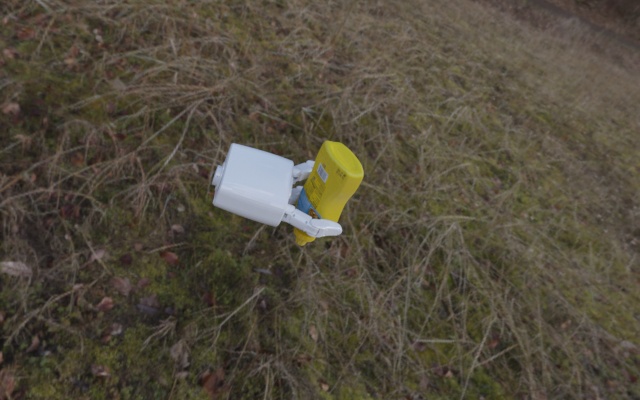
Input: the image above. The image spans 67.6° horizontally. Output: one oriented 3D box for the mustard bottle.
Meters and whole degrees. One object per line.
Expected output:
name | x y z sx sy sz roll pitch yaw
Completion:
mustard bottle | 0.001 0.002 0.800 0.058 0.192 0.096 3 40 -35
